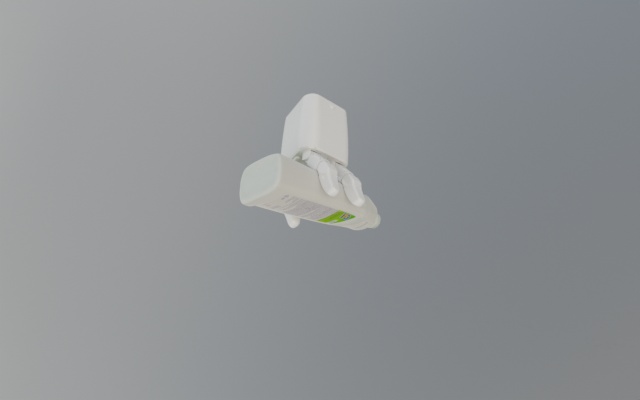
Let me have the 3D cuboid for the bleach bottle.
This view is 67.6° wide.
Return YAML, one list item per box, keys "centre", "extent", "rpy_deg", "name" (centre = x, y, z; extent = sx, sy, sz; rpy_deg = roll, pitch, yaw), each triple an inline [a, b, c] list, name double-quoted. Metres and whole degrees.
- centre: [0.000, 0.003, 0.776]
  extent: [0.251, 0.068, 0.102]
  rpy_deg: [22, -30, -40]
  name: "bleach bottle"
